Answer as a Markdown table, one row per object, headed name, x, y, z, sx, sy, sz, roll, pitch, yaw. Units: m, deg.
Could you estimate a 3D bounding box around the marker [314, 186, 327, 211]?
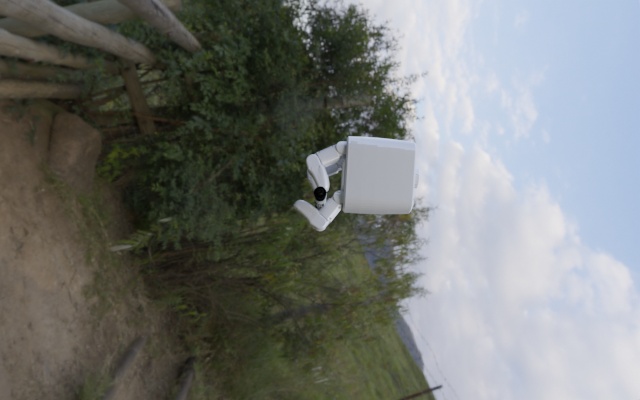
| name | x | y | z | sx | sy | sz | roll | pitch | yaw |
| --- | --- | --- | --- | --- | --- | --- | --- | --- | --- |
| marker | 0.000 | 0.002 | 0.735 | 0.020 | 0.020 | 0.121 | 0 | -15 | 0 |
